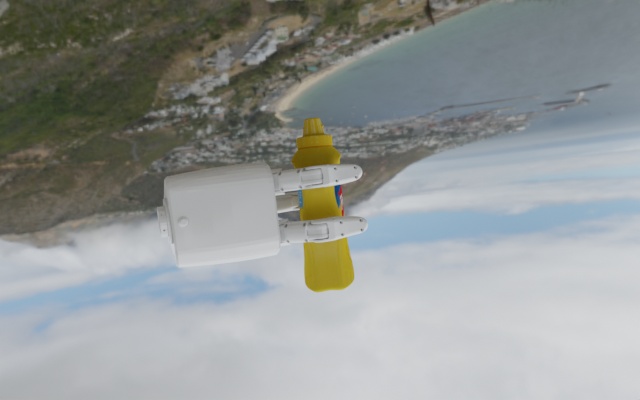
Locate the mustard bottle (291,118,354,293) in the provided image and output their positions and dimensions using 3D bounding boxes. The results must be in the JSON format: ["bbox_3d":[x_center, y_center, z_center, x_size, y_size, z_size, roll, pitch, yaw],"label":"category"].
[{"bbox_3d":[0.000,0.002,0.549,0.058,0.191,0.096,-7,3,4],"label":"mustard bottle"}]
